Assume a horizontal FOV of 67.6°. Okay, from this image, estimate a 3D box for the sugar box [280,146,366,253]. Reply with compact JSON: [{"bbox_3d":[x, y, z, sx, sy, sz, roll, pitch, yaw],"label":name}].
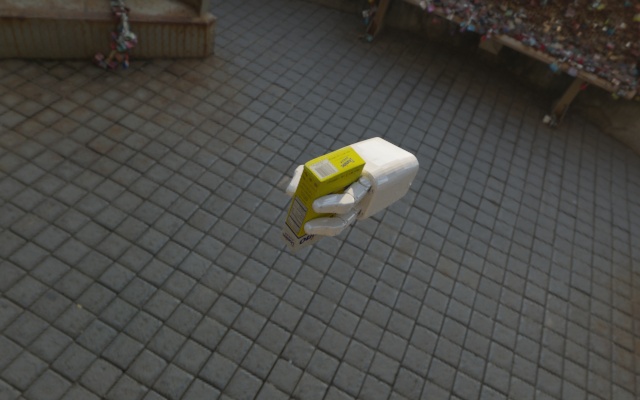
[{"bbox_3d":[0.001,0.003,0.741,0.093,0.048,0.176,-24,-31,-33],"label":"sugar box"}]
